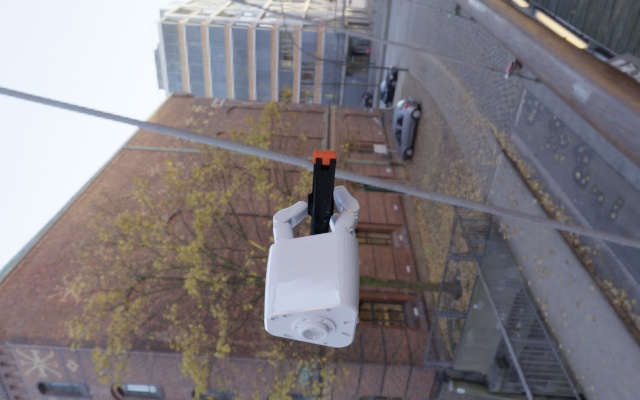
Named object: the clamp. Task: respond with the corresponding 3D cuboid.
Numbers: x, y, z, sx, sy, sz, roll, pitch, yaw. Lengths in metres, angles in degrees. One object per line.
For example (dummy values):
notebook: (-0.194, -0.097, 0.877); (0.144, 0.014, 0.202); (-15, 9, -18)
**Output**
clamp: (-0.001, 0.002, 0.668); (0.036, 0.210, 0.164); (2, 44, -2)
